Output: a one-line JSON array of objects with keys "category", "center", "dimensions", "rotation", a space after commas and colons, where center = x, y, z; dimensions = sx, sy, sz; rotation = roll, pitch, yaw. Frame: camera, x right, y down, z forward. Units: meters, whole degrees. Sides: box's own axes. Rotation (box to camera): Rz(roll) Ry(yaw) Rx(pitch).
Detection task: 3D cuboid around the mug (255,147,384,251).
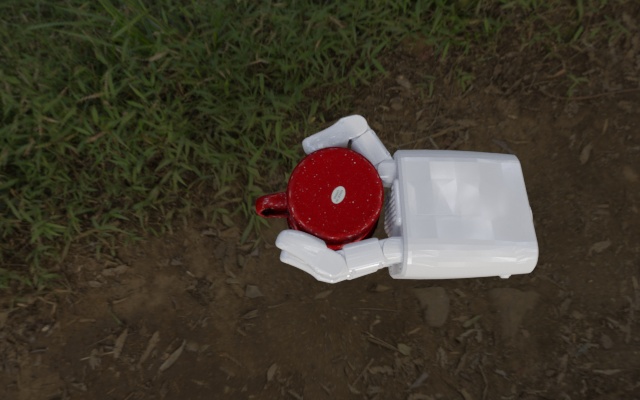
[{"category": "mug", "center": [-0.001, 0.001, 0.428], "dimensions": [0.117, 0.093, 0.081], "rotation": [-1, -12, -1]}]
